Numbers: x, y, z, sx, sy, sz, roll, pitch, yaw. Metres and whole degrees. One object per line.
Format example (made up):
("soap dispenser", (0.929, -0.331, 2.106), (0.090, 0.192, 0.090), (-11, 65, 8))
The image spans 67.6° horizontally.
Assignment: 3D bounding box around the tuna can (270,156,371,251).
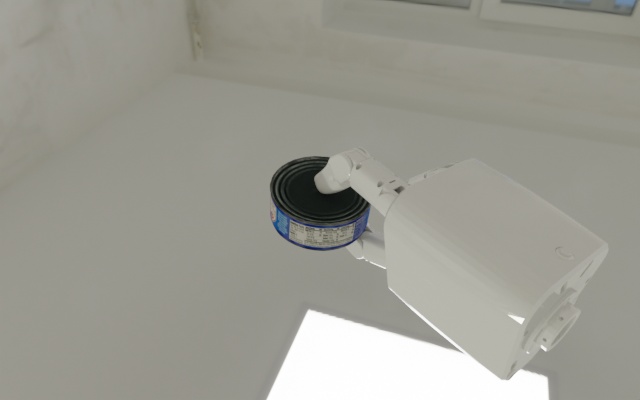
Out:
("tuna can", (0.000, 0.002, 0.403), (0.086, 0.034, 0.086), (3, 42, -3))
